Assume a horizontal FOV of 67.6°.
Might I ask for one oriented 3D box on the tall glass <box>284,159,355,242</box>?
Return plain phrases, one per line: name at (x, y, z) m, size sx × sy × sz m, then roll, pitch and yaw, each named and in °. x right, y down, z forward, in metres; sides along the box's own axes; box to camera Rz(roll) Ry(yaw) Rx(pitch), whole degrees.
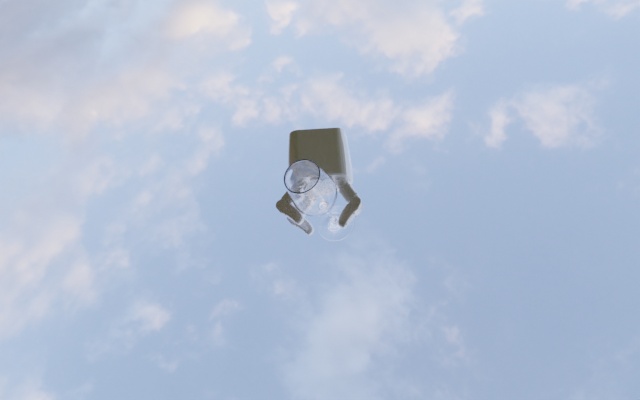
tall glass at (0.000, 0.003, 0.838) m, size 0.079 × 0.079 × 0.201 m, roll 0°, pitch -24°, yaw 19°
